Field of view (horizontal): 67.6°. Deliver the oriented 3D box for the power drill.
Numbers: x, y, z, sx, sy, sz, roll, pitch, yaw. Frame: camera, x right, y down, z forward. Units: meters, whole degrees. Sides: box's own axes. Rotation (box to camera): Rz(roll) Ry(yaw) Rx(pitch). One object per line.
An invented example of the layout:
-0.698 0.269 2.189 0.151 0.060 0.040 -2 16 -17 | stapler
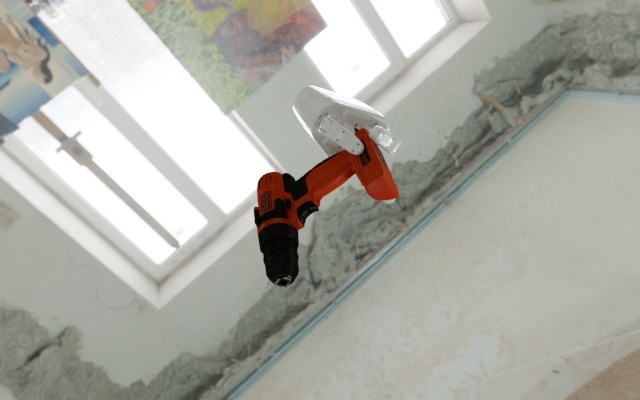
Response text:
0.000 0.002 0.604 0.188 0.184 0.057 -27 -45 14 | power drill
